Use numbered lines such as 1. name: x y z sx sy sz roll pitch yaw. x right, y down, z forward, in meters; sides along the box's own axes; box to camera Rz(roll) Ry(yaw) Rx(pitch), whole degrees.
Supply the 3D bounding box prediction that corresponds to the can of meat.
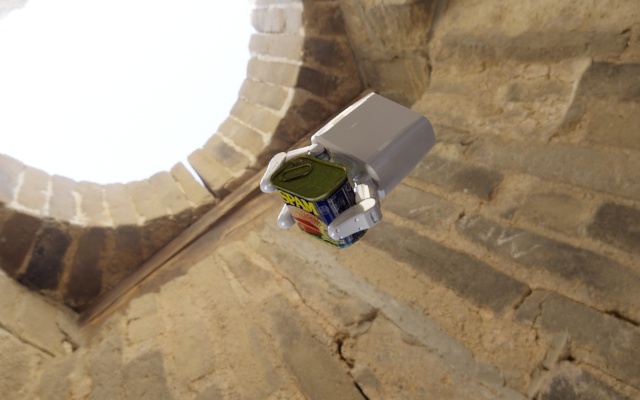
1. can of meat: 0.000 0.002 0.555 0.057 0.084 0.102 -43 37 -21
